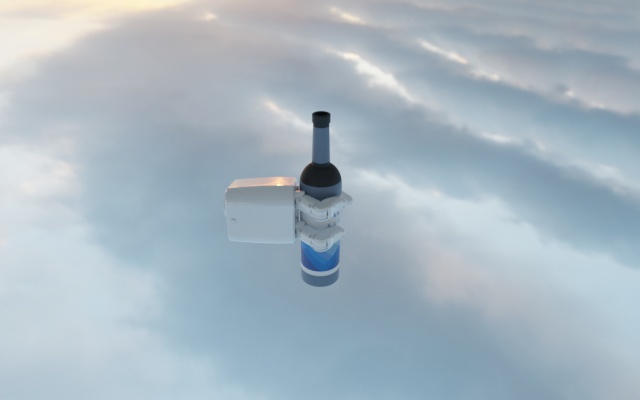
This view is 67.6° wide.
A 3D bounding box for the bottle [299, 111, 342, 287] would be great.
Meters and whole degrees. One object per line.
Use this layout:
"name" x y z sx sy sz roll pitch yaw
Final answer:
"bottle" 0.000 0.003 0.764 0.069 0.296 0.069 0 30 0
